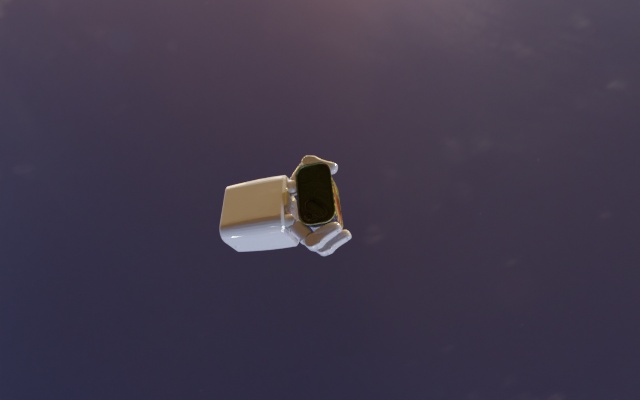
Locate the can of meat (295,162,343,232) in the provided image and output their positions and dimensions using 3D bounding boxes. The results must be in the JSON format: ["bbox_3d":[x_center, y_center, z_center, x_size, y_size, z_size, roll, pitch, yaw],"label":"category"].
[{"bbox_3d":[0.000,0.003,0.770,0.057,0.102,0.084,-10,-23,9],"label":"can of meat"}]
